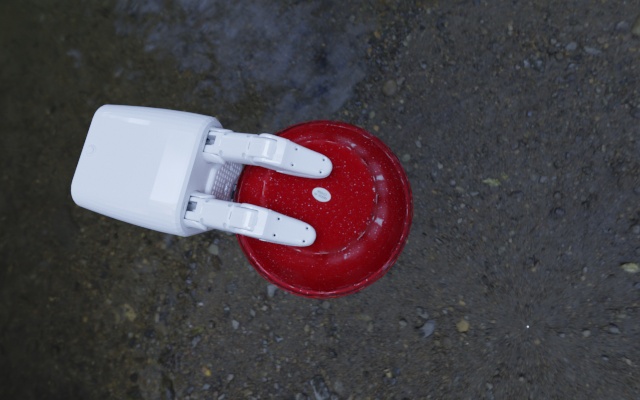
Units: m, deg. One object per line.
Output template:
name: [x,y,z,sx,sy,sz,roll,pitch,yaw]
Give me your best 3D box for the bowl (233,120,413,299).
bowl: [0.001,0.001,0.401,0.162,0.162,0.055,0,-9,3]
